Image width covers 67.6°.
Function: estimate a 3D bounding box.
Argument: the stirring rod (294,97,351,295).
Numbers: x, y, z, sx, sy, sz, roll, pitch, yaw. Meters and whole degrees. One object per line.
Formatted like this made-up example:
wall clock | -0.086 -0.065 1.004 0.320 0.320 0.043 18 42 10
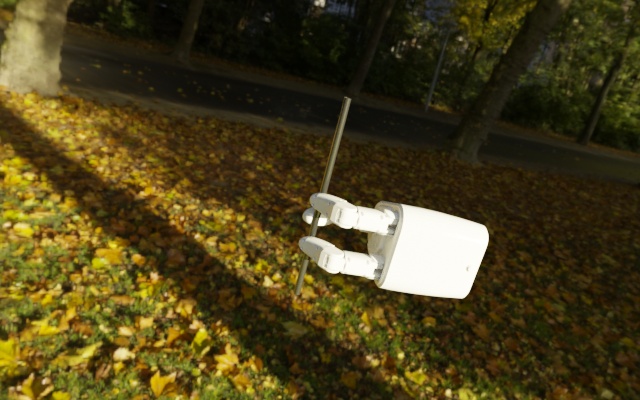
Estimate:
stirring rod | 0.000 0.002 0.544 0.011 0.239 0.011 13 18 -4
